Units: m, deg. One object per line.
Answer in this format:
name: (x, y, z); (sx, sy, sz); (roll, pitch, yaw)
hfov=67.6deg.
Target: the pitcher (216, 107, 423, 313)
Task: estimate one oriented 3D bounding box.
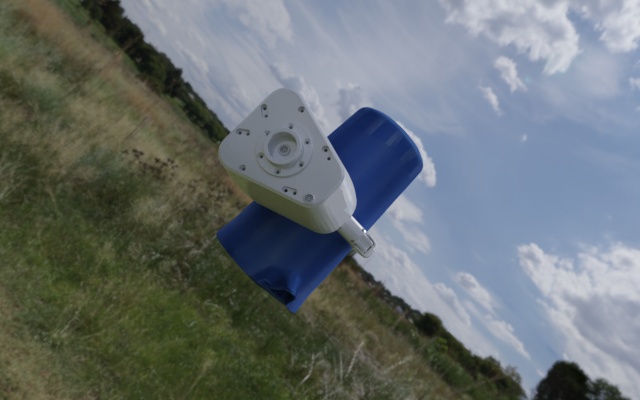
pitcher: (0.000, 0.002, 0.585); (0.149, 0.243, 0.145); (44, -4, 17)
